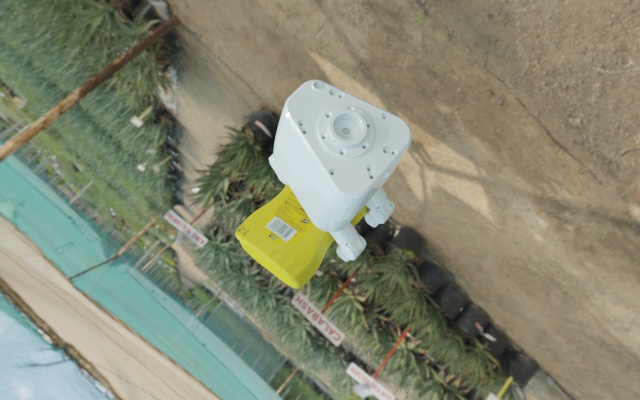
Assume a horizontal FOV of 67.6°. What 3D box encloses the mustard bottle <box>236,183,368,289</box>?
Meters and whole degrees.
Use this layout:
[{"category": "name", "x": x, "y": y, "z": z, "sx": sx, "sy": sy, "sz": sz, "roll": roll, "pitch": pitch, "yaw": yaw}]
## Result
[{"category": "mustard bottle", "x": 0.000, "y": 0.002, "z": 0.551, "sx": 0.096, "sy": 0.191, "sz": 0.058, "roll": 33, "pitch": -21, "yaw": 27}]
